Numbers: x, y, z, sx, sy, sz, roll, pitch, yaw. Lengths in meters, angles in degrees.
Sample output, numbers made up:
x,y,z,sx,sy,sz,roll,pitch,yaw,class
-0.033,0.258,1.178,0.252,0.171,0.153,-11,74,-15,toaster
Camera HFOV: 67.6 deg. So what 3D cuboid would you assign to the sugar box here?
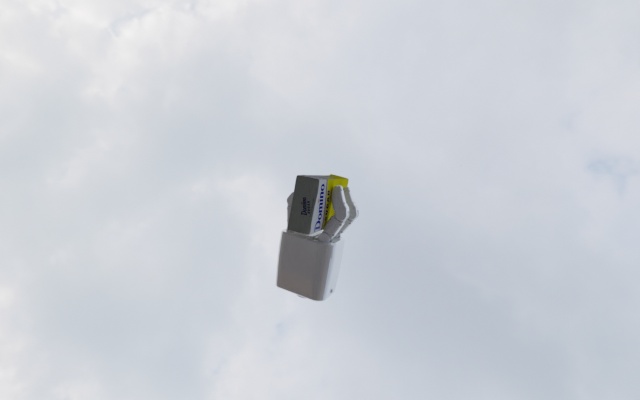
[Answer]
x,y,z,sx,sy,sz,roll,pitch,yaw,class
0.001,0.003,0.833,0.048,0.093,0.176,12,8,15,sugar box
